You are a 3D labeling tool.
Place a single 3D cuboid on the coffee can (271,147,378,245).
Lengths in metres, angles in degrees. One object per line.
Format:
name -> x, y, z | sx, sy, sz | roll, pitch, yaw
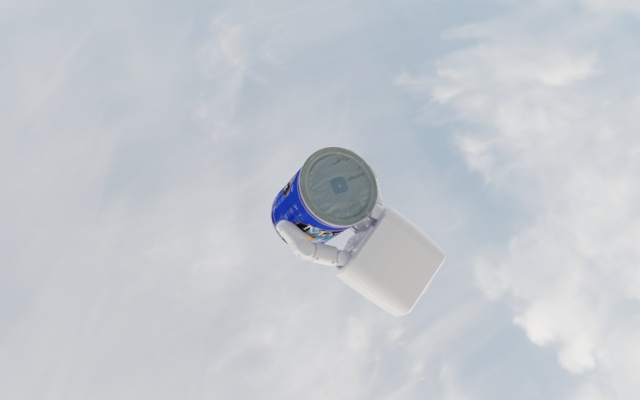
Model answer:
coffee can -> 0.000, 0.002, 0.643 | 0.103, 0.102, 0.140 | 0, -17, -21
